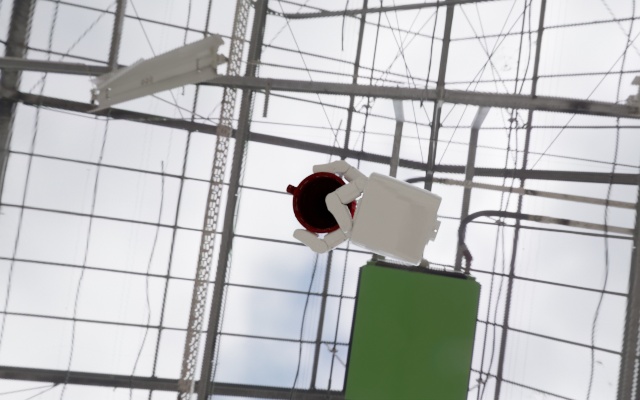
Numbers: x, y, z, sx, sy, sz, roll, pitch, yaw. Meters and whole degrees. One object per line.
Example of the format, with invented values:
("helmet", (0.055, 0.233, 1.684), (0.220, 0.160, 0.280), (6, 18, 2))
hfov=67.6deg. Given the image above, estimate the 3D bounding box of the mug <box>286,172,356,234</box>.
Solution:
("mug", (-0.001, 0.002, 0.753), (0.117, 0.093, 0.081), (20, 0, 14))
